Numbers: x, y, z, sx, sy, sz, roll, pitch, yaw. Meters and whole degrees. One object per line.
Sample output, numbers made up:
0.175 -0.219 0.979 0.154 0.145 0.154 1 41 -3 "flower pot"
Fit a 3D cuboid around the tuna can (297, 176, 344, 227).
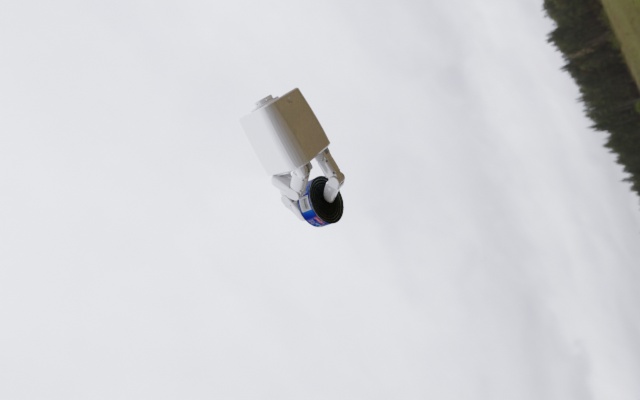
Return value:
0.000 0.003 0.825 0.034 0.086 0.086 -21 -14 39 "tuna can"
